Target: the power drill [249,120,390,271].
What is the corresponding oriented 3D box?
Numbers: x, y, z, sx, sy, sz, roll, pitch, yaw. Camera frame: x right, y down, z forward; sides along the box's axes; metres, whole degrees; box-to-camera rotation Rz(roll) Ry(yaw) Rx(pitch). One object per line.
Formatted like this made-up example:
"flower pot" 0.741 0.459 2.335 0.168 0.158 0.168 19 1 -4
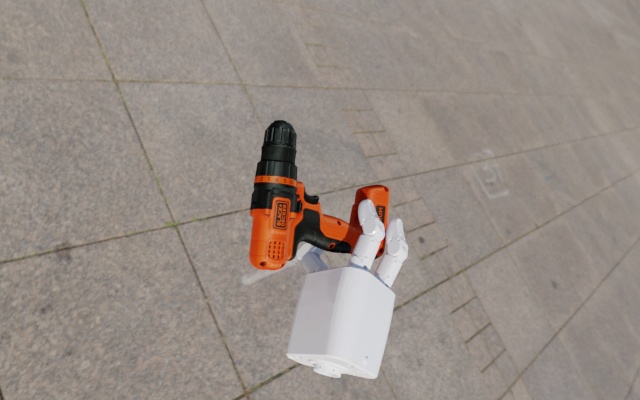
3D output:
"power drill" 0.000 0.002 0.618 0.188 0.184 0.057 10 -6 -30
